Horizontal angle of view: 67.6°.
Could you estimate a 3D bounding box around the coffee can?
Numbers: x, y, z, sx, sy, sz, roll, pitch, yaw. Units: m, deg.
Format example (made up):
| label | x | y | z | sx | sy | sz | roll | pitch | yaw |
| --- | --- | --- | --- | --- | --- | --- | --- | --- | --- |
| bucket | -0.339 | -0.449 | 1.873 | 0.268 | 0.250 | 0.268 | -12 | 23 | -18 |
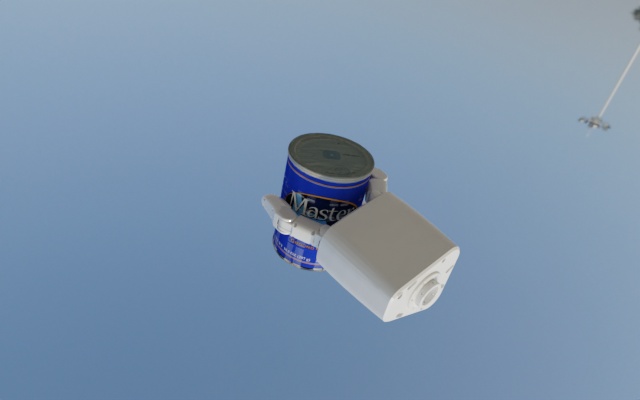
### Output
| label | x | y | z | sx | sy | sz | roll | pitch | yaw |
| --- | --- | --- | --- | --- | --- | --- | --- | --- | --- |
| coffee can | 0.000 | 0.002 | 0.593 | 0.103 | 0.140 | 0.102 | 9 | 34 | -6 |
